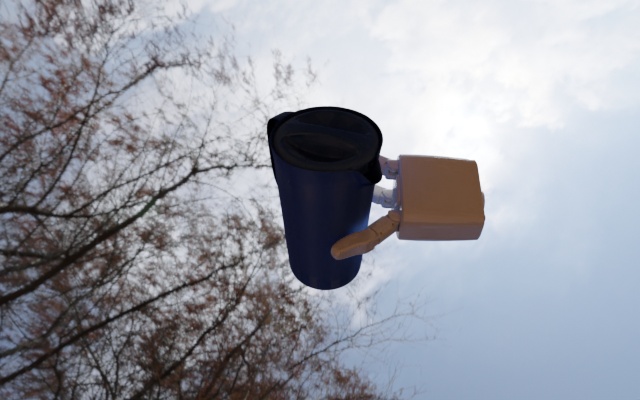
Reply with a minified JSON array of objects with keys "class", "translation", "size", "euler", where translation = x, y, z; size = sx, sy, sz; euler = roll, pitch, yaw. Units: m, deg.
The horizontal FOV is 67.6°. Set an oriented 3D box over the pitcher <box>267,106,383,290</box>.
[{"class":"pitcher","translation":[0.000,0.002,0.642],"size":[0.145,0.243,0.149],"euler":[0,43,0]}]
